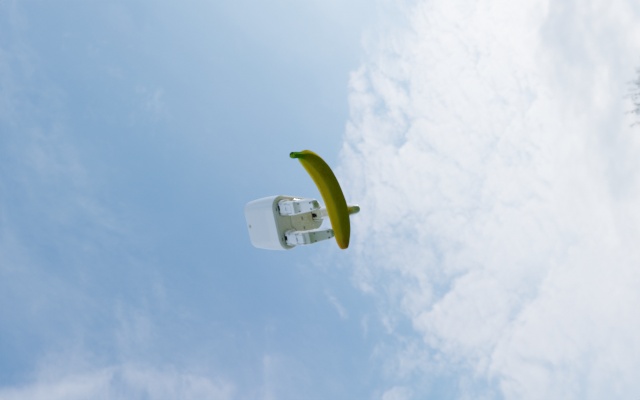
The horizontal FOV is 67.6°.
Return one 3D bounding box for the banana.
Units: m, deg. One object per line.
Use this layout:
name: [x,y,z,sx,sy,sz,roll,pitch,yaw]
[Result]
banana: [0.009,-0.011,0.803,0.037,0.198,0.069,-7,31,45]
